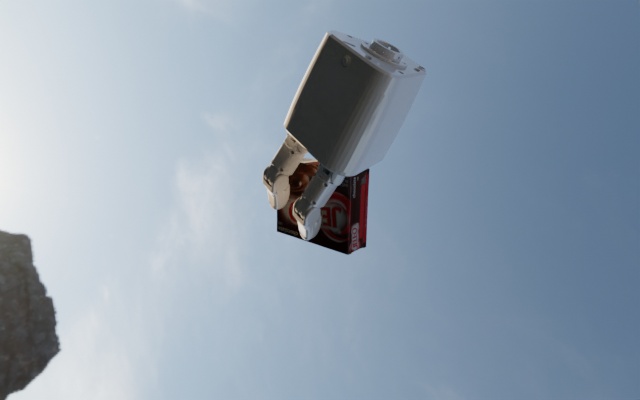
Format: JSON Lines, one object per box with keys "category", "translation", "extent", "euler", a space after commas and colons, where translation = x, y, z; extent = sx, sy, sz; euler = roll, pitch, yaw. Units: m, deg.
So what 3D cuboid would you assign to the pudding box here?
{"category": "pudding box", "translation": [0.000, 0.002, 0.532], "extent": [0.113, 0.090, 0.039], "euler": [14, 19, 42]}
